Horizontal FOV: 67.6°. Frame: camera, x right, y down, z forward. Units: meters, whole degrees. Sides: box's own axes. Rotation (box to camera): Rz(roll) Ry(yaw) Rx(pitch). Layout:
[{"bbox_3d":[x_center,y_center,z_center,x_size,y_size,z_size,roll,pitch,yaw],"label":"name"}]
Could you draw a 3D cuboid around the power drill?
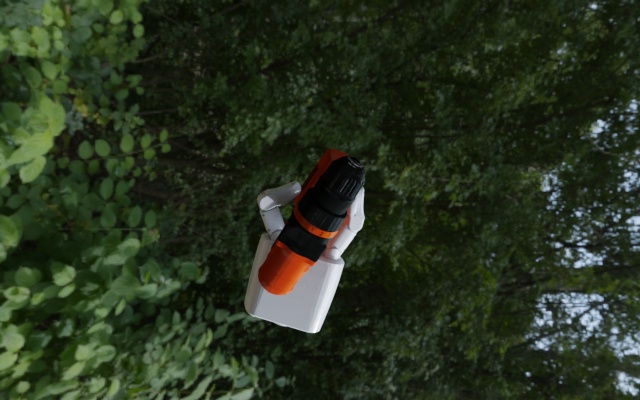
[{"bbox_3d":[0.000,0.002,0.570,0.057,0.184,0.187,34,25,-3],"label":"power drill"}]
